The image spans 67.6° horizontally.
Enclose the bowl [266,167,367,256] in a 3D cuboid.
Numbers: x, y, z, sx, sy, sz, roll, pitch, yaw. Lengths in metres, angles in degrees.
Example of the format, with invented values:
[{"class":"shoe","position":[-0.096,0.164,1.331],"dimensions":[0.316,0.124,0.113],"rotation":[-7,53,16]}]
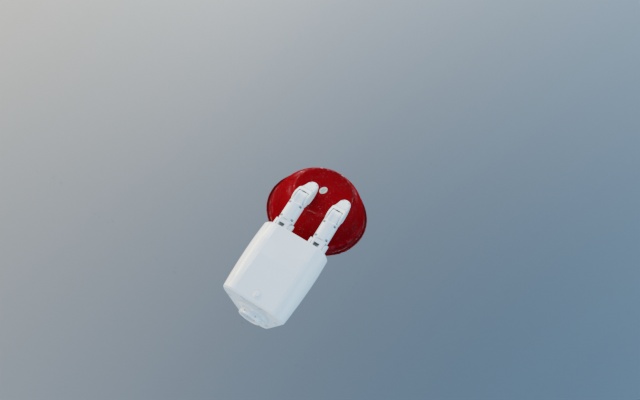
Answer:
[{"class":"bowl","position":[0.001,0.001,0.733],"dimensions":[0.162,0.162,0.055],"rotation":[0,-37,-14]}]
